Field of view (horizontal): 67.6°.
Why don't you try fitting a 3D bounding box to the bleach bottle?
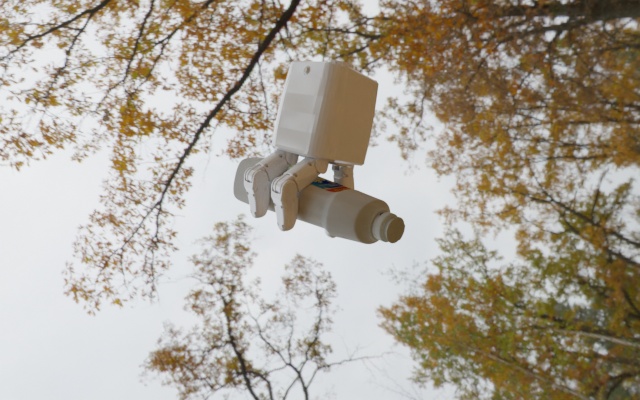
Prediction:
[{"bbox_3d":[0.000,0.002,0.576,0.102,0.068,0.250,6,10,-43],"label":"bleach bottle"}]
